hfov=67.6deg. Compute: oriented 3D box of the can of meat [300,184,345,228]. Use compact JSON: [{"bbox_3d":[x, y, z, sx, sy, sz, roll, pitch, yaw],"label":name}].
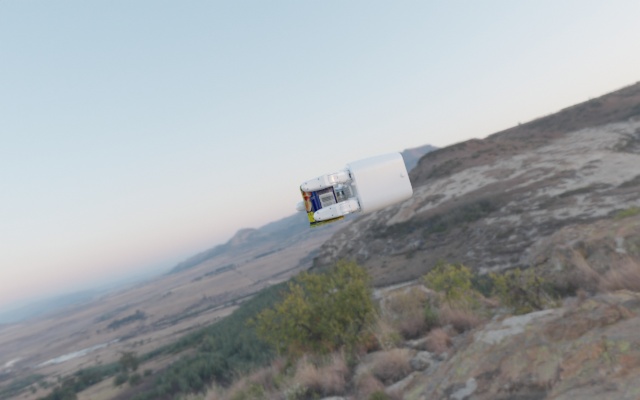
[{"bbox_3d":[0.000,0.003,0.891,0.057,0.084,0.102,-16,-1,-11],"label":"can of meat"}]
